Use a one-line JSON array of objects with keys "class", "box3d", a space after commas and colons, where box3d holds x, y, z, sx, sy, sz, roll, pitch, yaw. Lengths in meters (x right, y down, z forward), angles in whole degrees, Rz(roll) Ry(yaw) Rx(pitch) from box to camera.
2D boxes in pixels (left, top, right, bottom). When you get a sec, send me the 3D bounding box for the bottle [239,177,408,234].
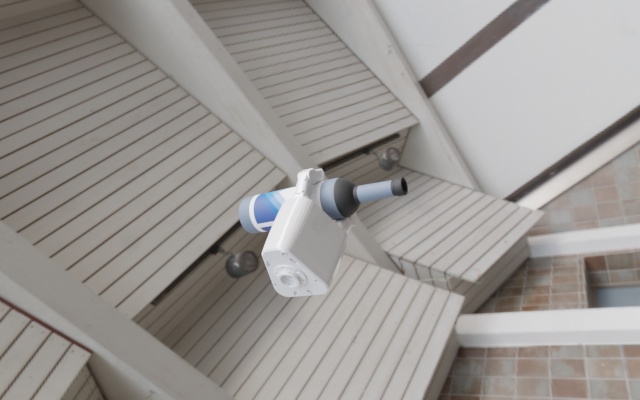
[{"class": "bottle", "box3d": [0.000, 0.003, 0.785, 0.296, 0.069, 0.069, -11, -6, 30]}]
